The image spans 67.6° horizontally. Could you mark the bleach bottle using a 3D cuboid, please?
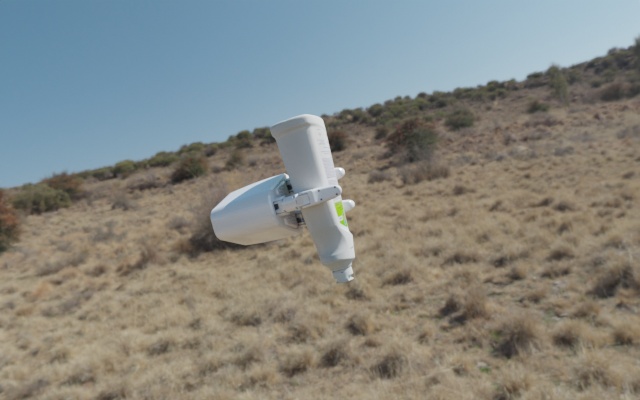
[{"bbox_3d":[0.000,0.002,0.718,0.068,0.251,0.102,-16,0,19],"label":"bleach bottle"}]
